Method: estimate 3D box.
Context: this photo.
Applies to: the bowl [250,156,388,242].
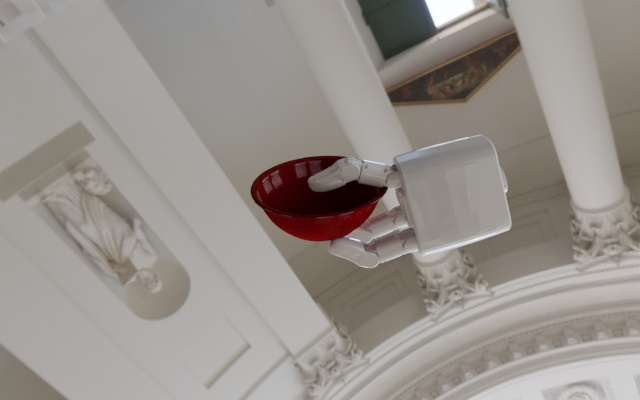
[{"bbox_3d":[-0.001,0.002,0.570,0.162,0.055,0.162,-3,28,2],"label":"bowl"}]
